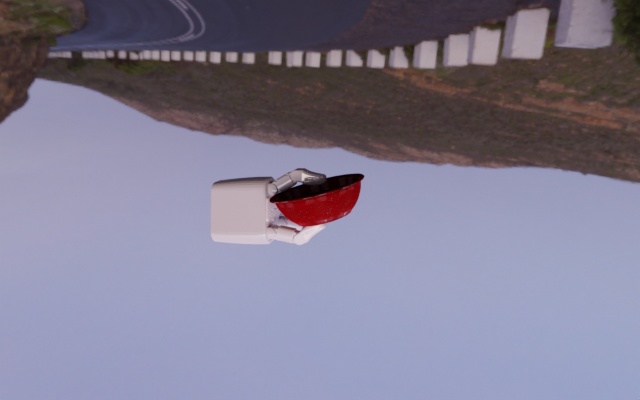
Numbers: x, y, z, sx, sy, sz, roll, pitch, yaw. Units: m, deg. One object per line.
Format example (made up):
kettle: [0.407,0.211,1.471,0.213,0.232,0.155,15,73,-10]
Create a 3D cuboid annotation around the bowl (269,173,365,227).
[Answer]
bowl: [0.001,0.003,0.788,0.162,0.055,0.162,-15,10,3]
